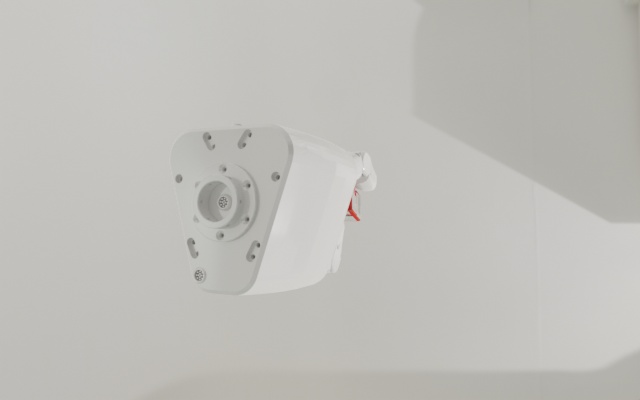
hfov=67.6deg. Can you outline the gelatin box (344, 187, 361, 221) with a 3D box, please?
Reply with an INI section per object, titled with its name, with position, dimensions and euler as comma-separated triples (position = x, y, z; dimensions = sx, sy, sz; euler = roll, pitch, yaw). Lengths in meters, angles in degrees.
[gelatin box]
position = 0.000, 0.002, 0.476
dimensions = 0.073, 0.030, 0.089
euler = 0, -9, 10
